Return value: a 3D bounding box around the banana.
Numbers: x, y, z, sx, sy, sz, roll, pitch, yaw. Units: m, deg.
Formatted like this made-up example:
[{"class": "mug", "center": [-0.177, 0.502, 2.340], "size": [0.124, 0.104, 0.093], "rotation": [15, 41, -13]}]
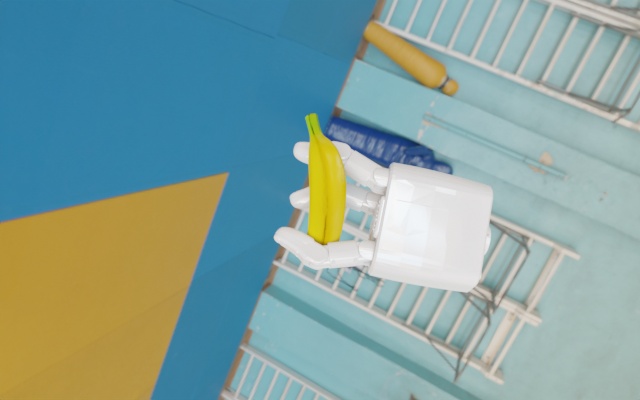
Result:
[{"class": "banana", "center": [0.003, 0.011, 0.494], "size": [0.037, 0.198, 0.069], "rotation": [-3, 41, -8]}]
